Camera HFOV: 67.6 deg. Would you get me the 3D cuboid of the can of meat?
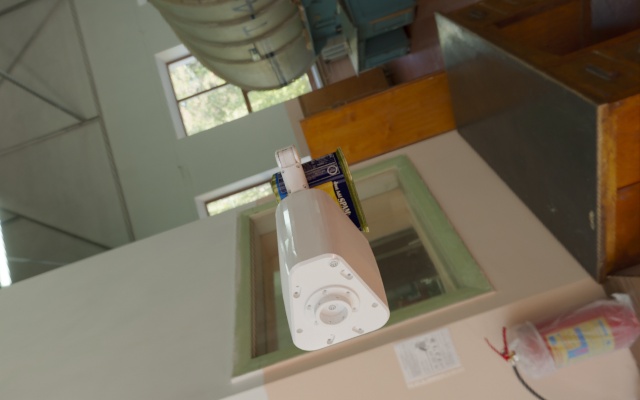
[{"bbox_3d":[0.000,0.002,0.540,0.084,0.102,0.057,-20,36,2],"label":"can of meat"}]
